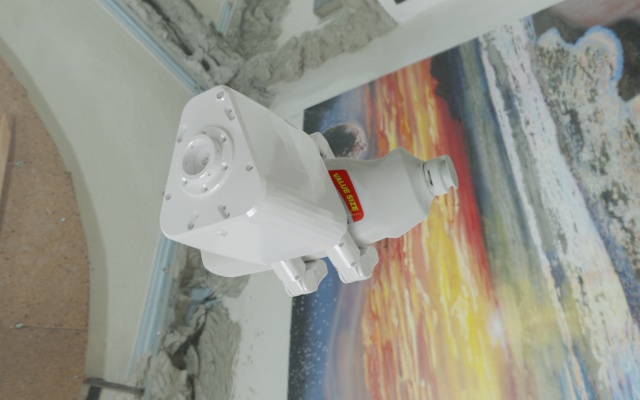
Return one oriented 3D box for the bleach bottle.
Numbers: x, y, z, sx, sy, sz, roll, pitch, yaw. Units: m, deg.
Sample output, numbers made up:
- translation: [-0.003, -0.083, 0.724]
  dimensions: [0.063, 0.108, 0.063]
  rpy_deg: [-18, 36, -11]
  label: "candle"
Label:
- translation: [0.000, 0.002, 0.450]
  dimensions: [0.251, 0.102, 0.068]
  rpy_deg: [-17, -24, 26]
  label: "bleach bottle"
